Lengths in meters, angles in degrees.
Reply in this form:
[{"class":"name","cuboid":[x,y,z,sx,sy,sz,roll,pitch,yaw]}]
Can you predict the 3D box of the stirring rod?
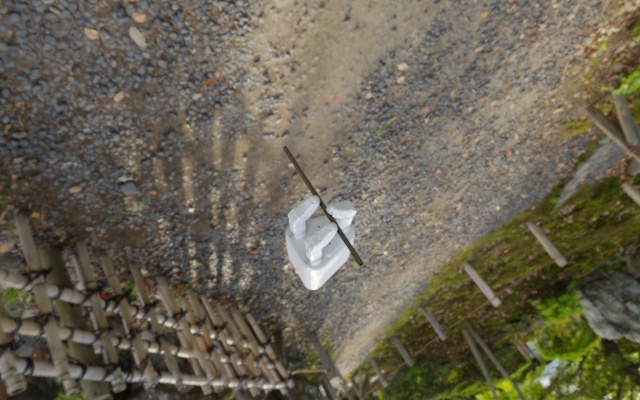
[{"class":"stirring rod","cuboid":[0.000,0.002,0.749,0.011,0.239,0.011,-27,-26,-14]}]
